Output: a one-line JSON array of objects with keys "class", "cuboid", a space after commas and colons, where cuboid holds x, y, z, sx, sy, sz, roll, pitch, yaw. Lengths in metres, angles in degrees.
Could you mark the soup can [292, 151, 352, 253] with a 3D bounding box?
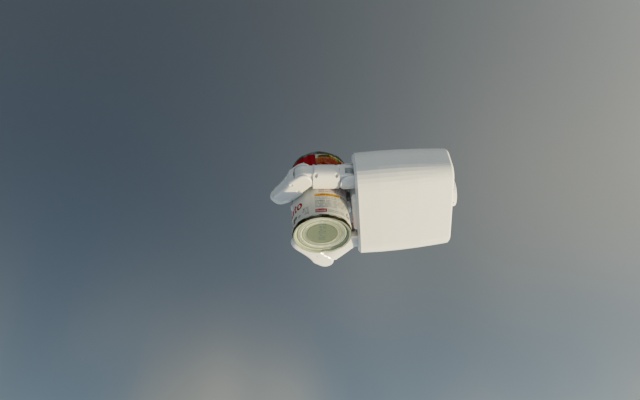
[{"class": "soup can", "cuboid": [0.000, 0.002, 0.557, 0.068, 0.102, 0.069, -2, -42, -2]}]
